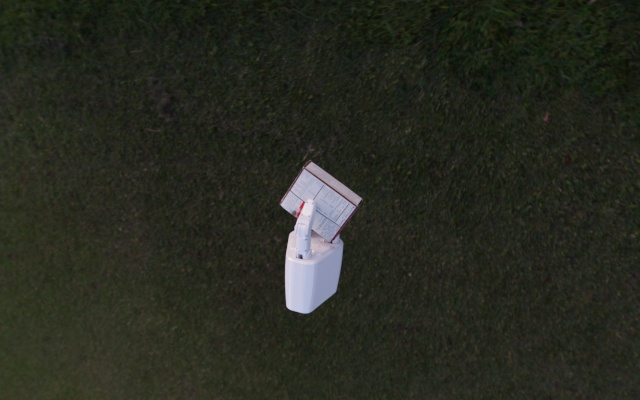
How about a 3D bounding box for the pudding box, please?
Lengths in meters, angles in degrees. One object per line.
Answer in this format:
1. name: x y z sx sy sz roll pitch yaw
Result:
1. pudding box: 0.000 0.003 0.799 0.113 0.090 0.039 36 29 1
